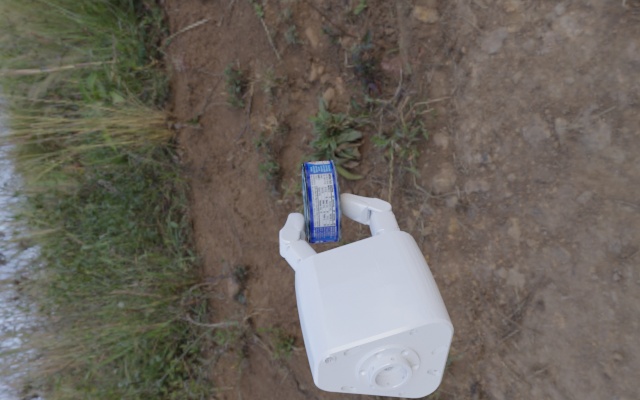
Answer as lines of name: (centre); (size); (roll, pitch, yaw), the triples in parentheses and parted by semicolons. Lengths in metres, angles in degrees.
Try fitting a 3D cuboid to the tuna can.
tuna can: (-0.001, 0.002, 0.496); (0.034, 0.086, 0.086); (-4, 0, -4)
